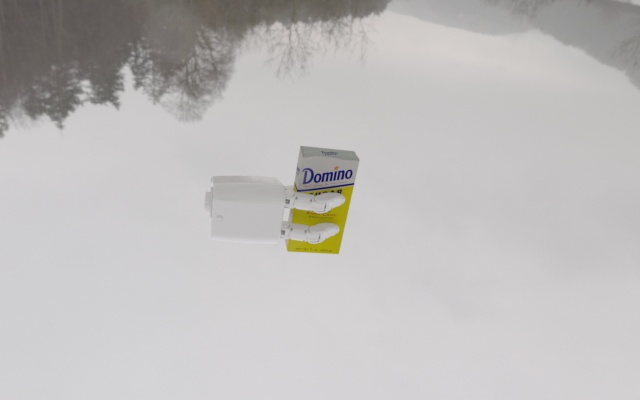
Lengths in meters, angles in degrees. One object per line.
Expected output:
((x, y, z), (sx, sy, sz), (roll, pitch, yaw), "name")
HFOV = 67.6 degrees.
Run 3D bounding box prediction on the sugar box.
((0.000, 0.003, 0.782), (0.093, 0.176, 0.048), (4, 29, -13), "sugar box")
